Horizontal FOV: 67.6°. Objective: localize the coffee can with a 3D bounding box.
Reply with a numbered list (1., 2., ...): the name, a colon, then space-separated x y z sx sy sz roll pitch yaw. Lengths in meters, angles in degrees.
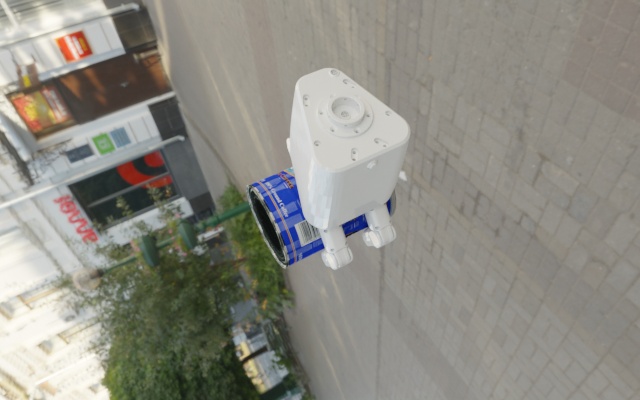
1. coffee can: 0.000 0.002 0.549 0.140 0.103 0.103 -25 7 -16
